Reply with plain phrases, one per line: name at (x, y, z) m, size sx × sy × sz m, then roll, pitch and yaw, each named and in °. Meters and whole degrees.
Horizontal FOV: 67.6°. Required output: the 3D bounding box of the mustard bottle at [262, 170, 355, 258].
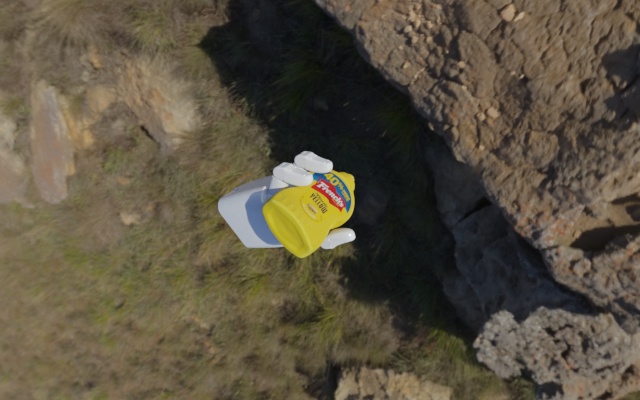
mustard bottle at (0.000, 0.002, 0.728) m, size 0.058 × 0.096 × 0.191 m, roll -40°, pitch -1°, yaw 40°
